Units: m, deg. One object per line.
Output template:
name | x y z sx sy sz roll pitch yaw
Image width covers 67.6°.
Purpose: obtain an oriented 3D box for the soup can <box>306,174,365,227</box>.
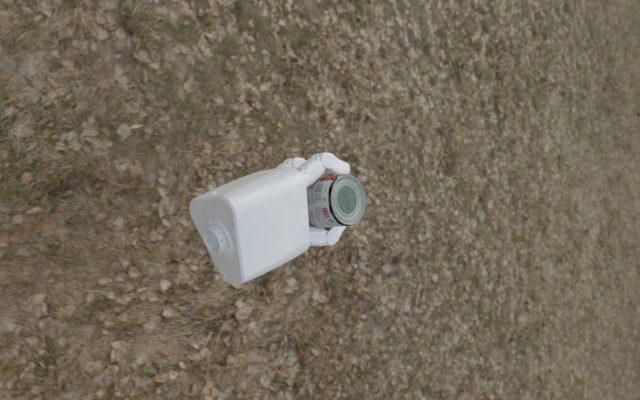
soup can | 0.001 0.002 0.634 0.068 0.068 0.102 0 -4 -44
